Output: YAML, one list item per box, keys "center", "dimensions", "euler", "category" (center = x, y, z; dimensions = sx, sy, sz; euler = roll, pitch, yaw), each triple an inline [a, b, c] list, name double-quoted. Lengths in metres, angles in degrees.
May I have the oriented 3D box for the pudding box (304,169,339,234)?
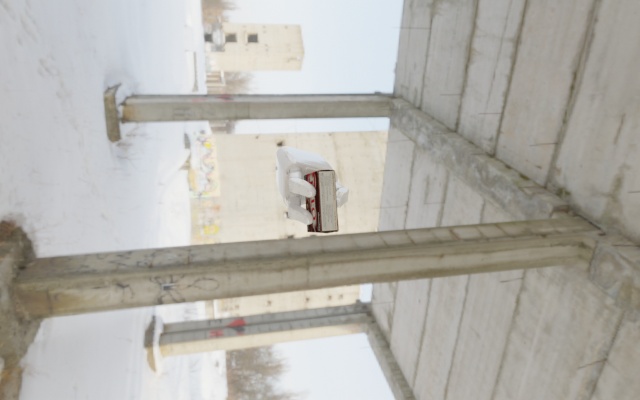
- center: [0.000, 0.003, 0.874]
  dimensions: [0.039, 0.113, 0.090]
  euler: [-5, -1, -16]
  category: "pudding box"
